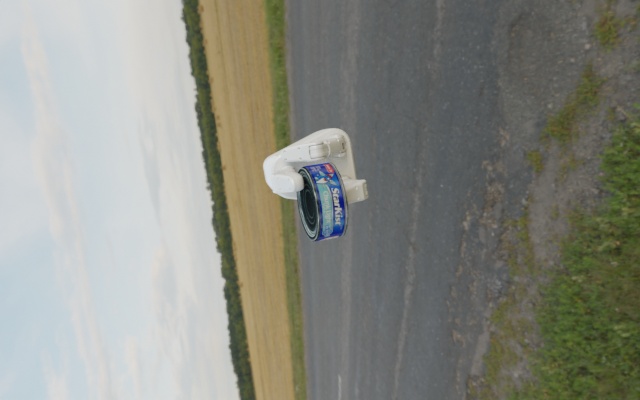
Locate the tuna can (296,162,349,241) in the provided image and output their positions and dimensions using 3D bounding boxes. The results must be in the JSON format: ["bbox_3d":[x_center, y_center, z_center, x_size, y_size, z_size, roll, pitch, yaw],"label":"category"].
[{"bbox_3d":[0.000,0.002,0.531,0.034,0.086,0.086,-9,3,-16],"label":"tuna can"}]
